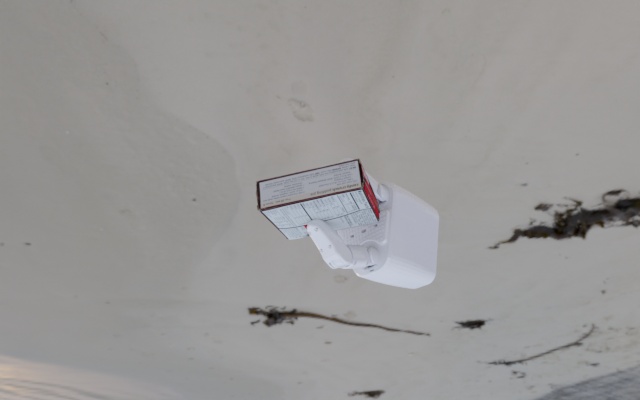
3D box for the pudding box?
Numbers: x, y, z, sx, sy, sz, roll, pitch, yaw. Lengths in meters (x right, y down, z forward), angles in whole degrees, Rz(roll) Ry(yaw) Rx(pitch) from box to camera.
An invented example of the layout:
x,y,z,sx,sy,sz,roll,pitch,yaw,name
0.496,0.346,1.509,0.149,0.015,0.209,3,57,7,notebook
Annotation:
x,y,z,sx,sy,sz,roll,pitch,yaw,name
0.000,0.002,0.509,0.113,0.039,0.090,-13,-28,11,pudding box
